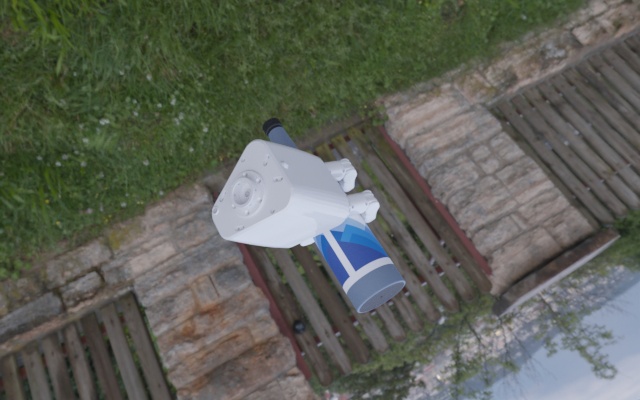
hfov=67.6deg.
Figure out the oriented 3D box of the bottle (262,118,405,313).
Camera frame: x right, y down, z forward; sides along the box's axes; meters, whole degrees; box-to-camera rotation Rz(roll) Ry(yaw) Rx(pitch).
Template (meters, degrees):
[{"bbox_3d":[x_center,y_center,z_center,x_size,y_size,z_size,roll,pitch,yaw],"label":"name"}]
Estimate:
[{"bbox_3d":[0.000,0.002,0.621,0.069,0.295,0.069,-26,-27,-14],"label":"bottle"}]
